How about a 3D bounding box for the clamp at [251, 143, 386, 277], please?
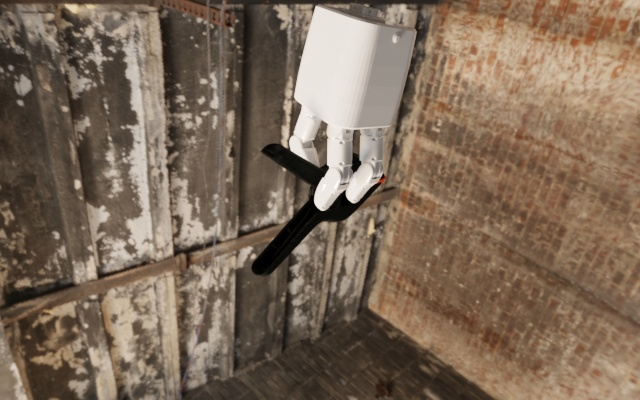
[{"bbox_3d":[0.000,0.001,0.579,0.036,0.165,0.210,34,31,34],"label":"clamp"}]
